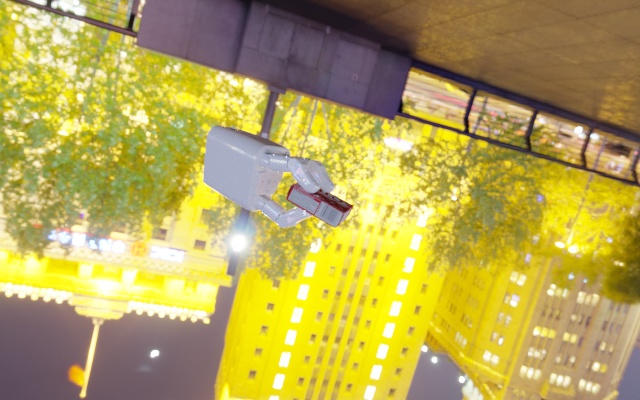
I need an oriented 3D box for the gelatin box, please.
[{"bbox_3d":[0.000,0.003,0.721,0.089,0.030,0.073,30,14,9],"label":"gelatin box"}]
